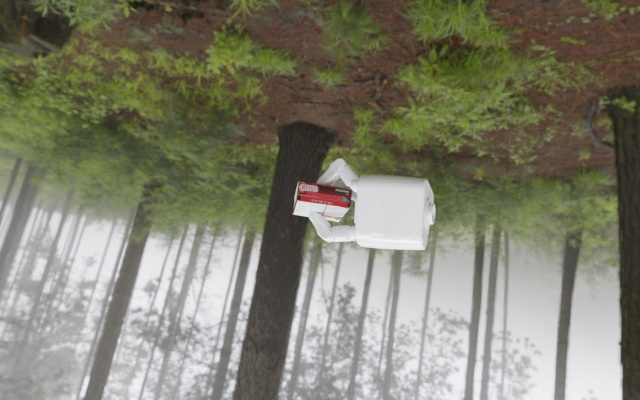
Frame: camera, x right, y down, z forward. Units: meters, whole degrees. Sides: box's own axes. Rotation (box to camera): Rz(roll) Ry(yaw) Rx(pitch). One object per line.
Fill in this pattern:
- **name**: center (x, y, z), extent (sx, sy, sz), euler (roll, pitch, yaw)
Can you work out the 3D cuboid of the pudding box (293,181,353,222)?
- **pudding box**: center (0.000, 0.003, 0.815), extent (0.090, 0.039, 0.113), euler (10, -16, -5)
